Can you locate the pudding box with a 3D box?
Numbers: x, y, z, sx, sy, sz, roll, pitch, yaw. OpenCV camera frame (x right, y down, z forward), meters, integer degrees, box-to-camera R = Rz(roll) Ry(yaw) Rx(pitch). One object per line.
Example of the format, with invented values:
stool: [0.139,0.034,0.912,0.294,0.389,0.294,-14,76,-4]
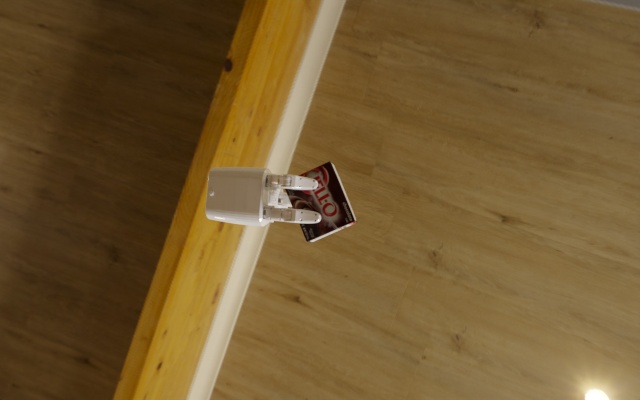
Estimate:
pudding box: [0.000,0.003,0.804,0.090,0.113,0.039,-24,-7,10]
